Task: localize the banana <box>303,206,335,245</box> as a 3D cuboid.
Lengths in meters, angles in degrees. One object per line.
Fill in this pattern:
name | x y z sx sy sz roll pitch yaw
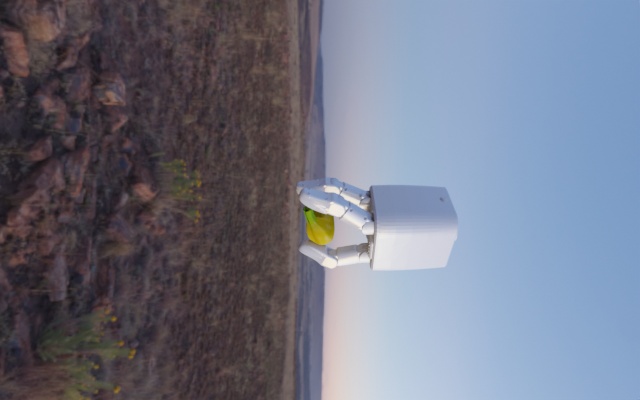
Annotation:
banana | 0.001 0.021 0.692 0.037 0.069 0.197 -3 11 2
